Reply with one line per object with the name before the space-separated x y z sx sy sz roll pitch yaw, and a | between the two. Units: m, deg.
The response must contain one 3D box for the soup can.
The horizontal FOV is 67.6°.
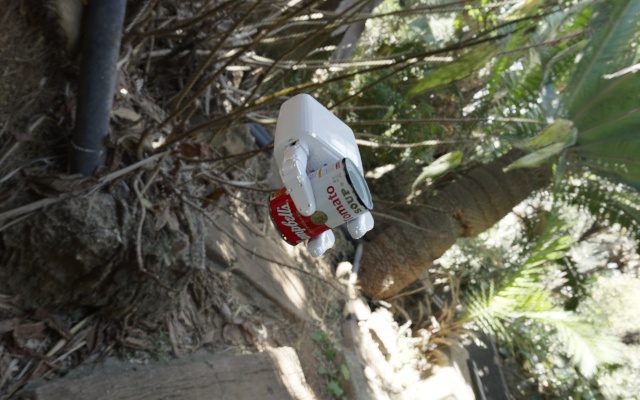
soup can | 0.000 0.002 0.543 0.102 0.068 0.068 -26 -8 17
